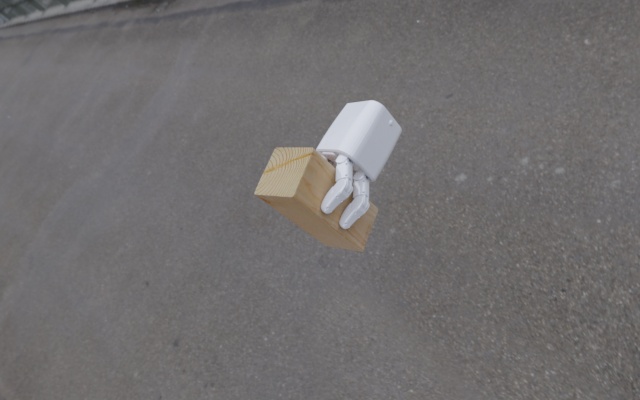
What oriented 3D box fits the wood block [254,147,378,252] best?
[{"bbox_3d":[0.000,0.002,0.811,0.091,0.090,0.206,6,-24,42],"label":"wood block"}]
